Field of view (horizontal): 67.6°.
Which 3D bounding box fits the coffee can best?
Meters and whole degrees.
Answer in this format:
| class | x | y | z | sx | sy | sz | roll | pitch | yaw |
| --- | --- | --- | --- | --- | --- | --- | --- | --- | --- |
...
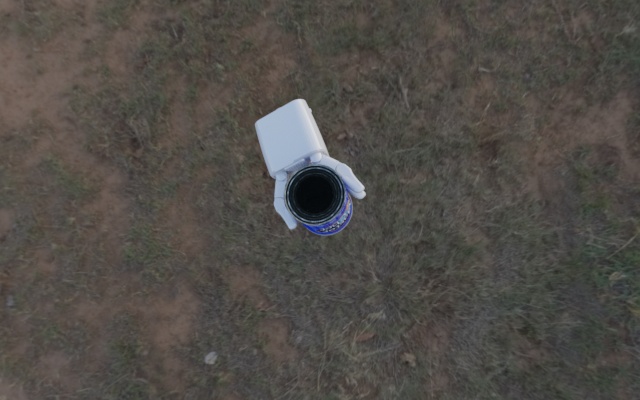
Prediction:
| class | x | y | z | sx | sy | sz | roll | pitch | yaw |
| --- | --- | --- | --- | --- | --- | --- | --- | --- | --- |
| coffee can | 0.000 | 0.003 | 0.836 | 0.103 | 0.102 | 0.140 | 0 | -10 | 8 |
